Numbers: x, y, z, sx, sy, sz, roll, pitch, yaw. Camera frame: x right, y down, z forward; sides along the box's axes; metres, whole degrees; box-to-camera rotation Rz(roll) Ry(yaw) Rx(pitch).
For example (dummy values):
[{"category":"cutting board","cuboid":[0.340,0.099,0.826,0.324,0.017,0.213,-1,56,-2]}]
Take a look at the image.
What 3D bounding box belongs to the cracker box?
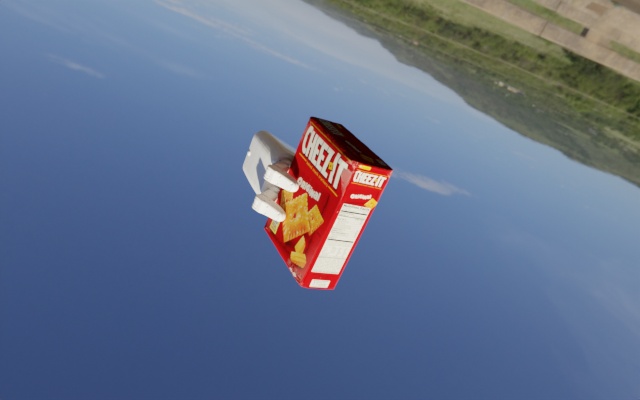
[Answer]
[{"category":"cracker box","cuboid":[0.000,0.003,0.735,0.072,0.214,0.164,9,26,-33]}]
